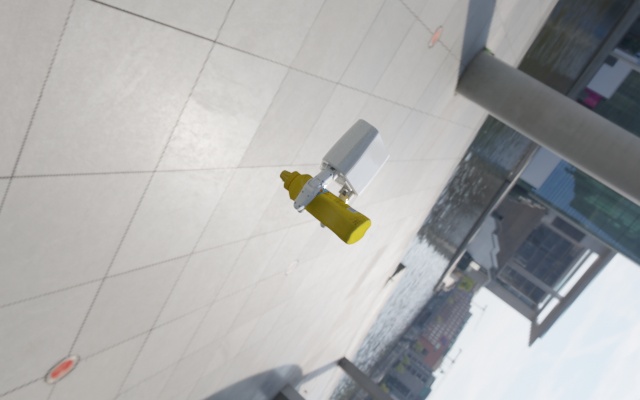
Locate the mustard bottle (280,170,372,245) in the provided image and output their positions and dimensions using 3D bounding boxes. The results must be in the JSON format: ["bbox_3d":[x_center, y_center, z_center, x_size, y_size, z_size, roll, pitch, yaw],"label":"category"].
[{"bbox_3d":[0.000,0.003,0.880,0.191,0.058,0.096,38,16,18],"label":"mustard bottle"}]
